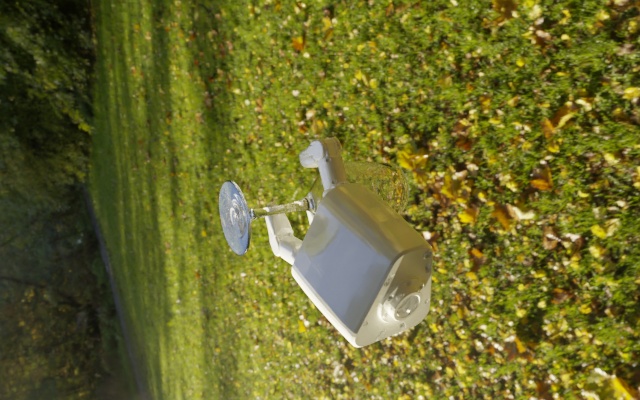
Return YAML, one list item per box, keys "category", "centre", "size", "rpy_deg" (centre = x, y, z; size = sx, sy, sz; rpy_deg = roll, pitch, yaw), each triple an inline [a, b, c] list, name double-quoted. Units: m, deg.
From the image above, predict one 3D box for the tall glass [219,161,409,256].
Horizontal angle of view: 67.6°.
- category: "tall glass"
  centre: [-0.001, 0.002, 0.512]
  size: [0.201, 0.079, 0.079]
  rpy_deg: [-11, 5, -31]
